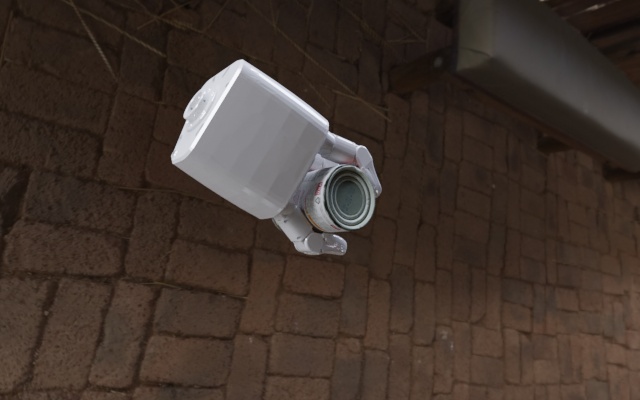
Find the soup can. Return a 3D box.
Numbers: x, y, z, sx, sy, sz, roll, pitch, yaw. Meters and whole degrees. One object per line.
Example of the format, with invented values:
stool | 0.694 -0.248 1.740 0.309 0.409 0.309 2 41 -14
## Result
soup can | 0.001 0.002 0.512 0.068 0.068 0.102 0 -6 -38
